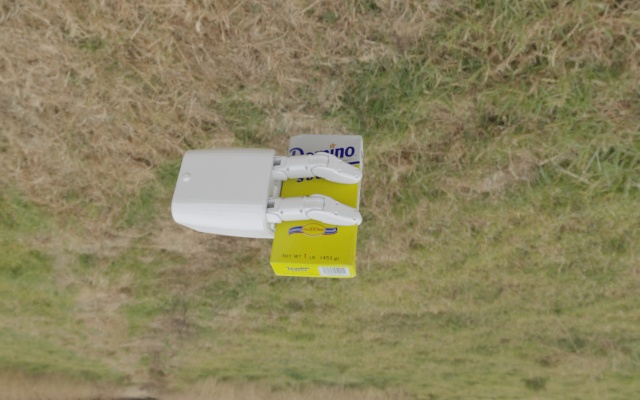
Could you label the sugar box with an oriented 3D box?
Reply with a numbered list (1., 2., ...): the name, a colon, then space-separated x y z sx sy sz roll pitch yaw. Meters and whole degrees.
1. sugar box: 0.000 0.002 0.566 0.093 0.176 0.048 1 -28 8
